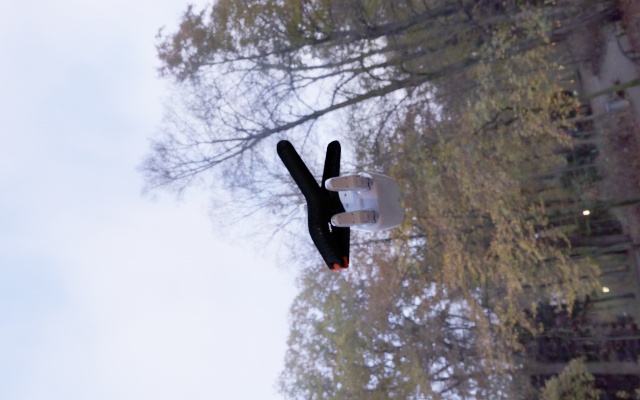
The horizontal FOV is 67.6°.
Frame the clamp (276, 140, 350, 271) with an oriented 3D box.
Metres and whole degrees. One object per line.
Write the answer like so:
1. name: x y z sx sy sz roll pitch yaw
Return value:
1. clamp: 0.000 0.003 0.719 0.036 0.210 0.164 -14 -7 32
